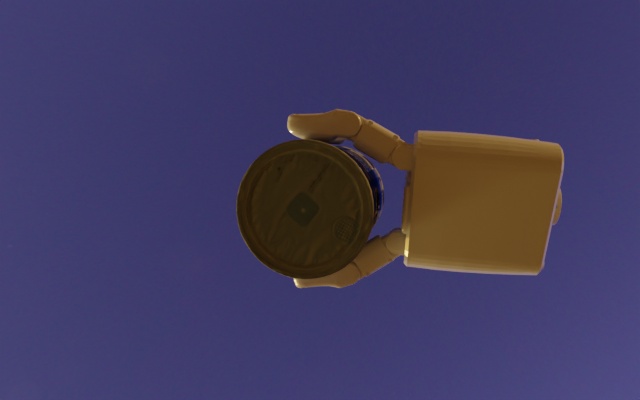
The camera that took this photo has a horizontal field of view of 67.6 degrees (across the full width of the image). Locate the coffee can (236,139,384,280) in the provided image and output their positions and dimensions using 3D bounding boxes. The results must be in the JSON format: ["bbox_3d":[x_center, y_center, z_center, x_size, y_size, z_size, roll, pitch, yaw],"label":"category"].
[{"bbox_3d":[0.000,0.001,0.413,0.103,0.103,0.140,0,5,11],"label":"coffee can"}]
